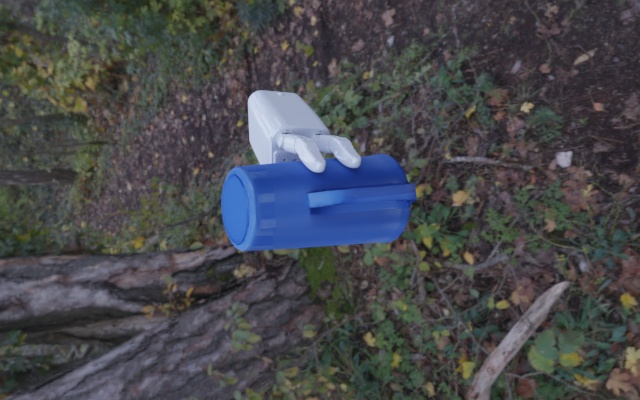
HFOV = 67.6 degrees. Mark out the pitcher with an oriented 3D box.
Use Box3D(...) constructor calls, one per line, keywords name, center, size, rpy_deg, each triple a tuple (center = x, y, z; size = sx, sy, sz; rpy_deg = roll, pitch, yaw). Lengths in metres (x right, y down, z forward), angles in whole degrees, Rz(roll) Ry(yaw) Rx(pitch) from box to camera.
Box3D(name="pitcher", center=(0.000, 0.002, 0.652), size=(0.243, 0.149, 0.145), rpy_deg=(-4, 43, -31))
